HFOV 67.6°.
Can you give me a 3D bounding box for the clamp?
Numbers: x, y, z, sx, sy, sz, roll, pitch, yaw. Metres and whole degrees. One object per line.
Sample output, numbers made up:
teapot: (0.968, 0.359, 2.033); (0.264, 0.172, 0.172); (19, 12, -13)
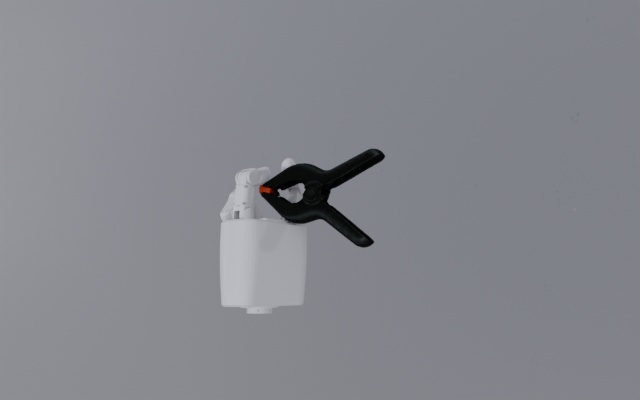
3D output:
clamp: (0.000, 0.002, 0.604); (0.171, 0.120, 0.039); (-6, -20, 28)
